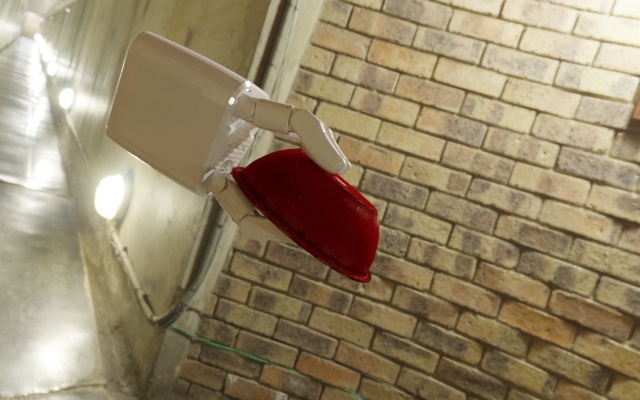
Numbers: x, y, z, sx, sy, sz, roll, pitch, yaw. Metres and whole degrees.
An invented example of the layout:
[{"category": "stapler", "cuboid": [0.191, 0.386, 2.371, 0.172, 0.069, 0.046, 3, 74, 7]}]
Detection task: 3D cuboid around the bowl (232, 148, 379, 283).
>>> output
[{"category": "bowl", "cuboid": [0.001, 0.002, 0.436, 0.162, 0.055, 0.162, 39, 7, -6]}]
